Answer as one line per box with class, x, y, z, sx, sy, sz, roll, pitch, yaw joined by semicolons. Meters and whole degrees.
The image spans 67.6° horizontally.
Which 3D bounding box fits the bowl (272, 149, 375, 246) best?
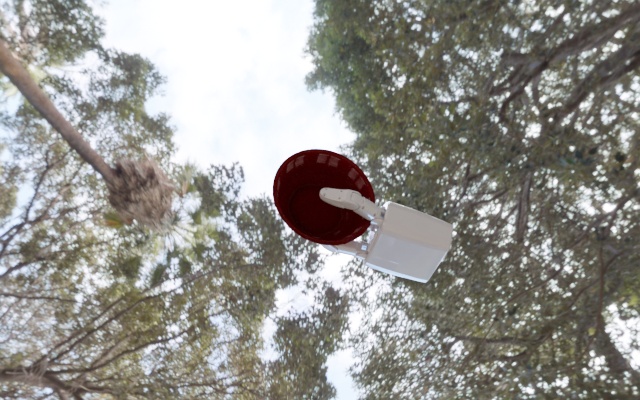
bowl;-0.001;0.002;0.733;0.162;0.162;0.055;0;-26;-19
